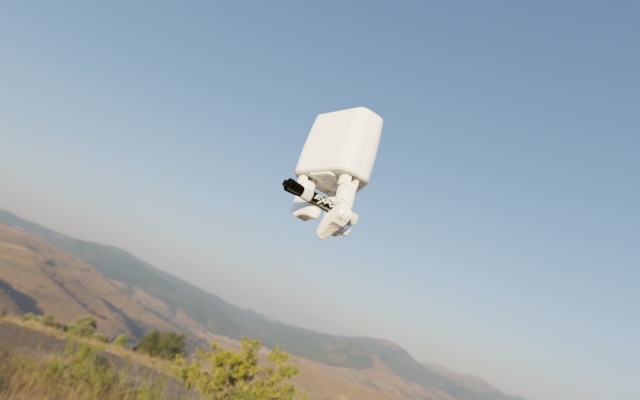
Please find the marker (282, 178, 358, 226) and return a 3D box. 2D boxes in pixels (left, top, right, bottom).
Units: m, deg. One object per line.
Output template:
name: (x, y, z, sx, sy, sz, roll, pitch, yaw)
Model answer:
marker: (0.000, 0.002, 0.644, 0.121, 0.020, 0.020, 28, -14, -27)
